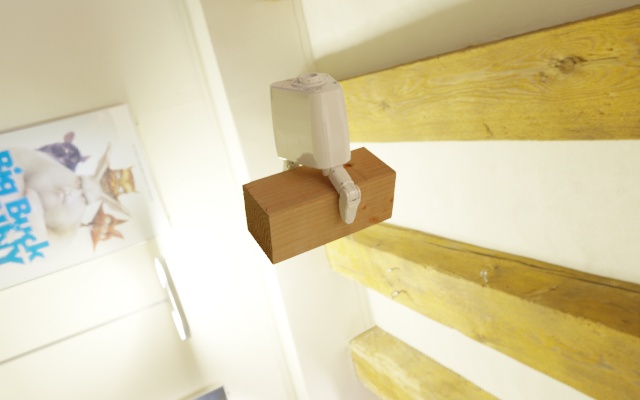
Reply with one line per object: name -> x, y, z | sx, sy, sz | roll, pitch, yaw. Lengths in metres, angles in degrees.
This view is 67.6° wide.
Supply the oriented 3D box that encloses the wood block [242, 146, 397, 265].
wood block -> 0.000, 0.002, 0.703 | 0.206, 0.090, 0.090 | -19, 41, -24
